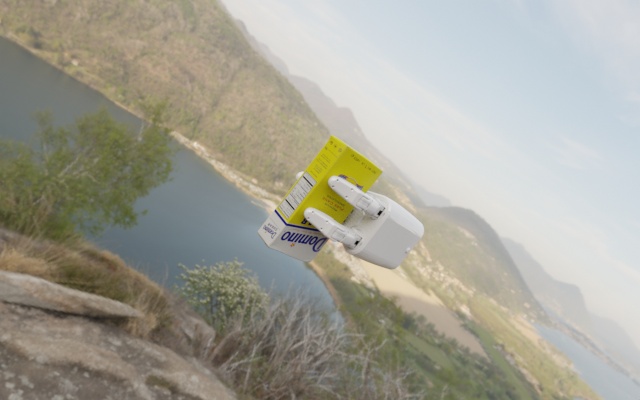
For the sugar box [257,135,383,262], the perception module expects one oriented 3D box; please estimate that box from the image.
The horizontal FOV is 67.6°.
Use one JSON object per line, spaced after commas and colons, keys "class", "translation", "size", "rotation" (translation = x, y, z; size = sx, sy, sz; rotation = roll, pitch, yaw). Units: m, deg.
{"class": "sugar box", "translation": [0.001, 0.002, 0.677], "size": [0.093, 0.176, 0.048], "rotation": [28, 11, -45]}
